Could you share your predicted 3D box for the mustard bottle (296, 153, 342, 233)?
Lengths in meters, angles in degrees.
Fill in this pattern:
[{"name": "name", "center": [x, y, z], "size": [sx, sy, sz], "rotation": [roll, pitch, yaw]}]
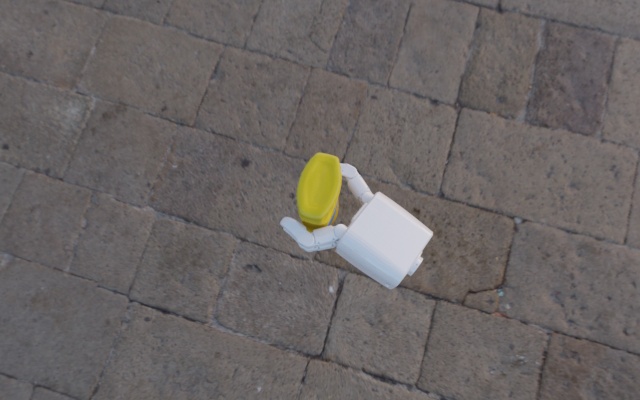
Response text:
[{"name": "mustard bottle", "center": [0.000, 0.002, 0.733], "size": [0.058, 0.096, 0.192], "rotation": [12, -14, 4]}]
